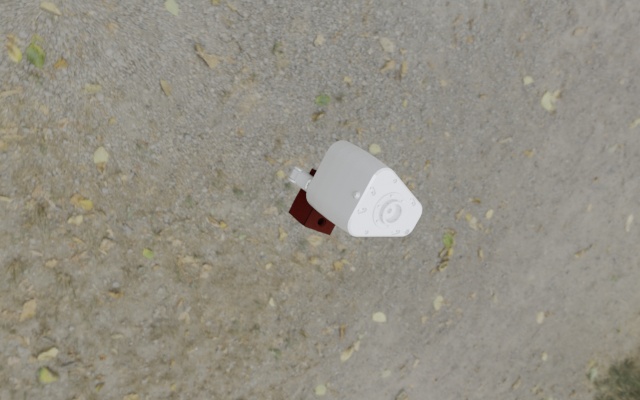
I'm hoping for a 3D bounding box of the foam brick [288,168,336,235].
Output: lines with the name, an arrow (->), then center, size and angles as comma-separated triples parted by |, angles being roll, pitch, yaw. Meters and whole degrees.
foam brick -> 0.000, 0.003, 0.697 | 0.053, 0.078, 0.051 | 22, 10, -38
